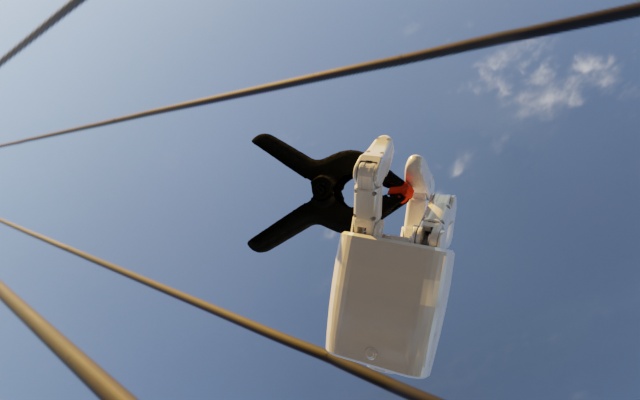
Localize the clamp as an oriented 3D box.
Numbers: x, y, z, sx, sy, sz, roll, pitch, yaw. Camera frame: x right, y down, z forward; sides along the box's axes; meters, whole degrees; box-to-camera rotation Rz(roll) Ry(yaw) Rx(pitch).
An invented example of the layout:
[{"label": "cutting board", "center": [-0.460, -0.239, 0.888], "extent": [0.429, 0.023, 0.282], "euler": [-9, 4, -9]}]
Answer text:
[{"label": "clamp", "center": [0.000, 0.001, 0.462], "extent": [0.171, 0.120, 0.039], "euler": [9, 5, 25]}]
